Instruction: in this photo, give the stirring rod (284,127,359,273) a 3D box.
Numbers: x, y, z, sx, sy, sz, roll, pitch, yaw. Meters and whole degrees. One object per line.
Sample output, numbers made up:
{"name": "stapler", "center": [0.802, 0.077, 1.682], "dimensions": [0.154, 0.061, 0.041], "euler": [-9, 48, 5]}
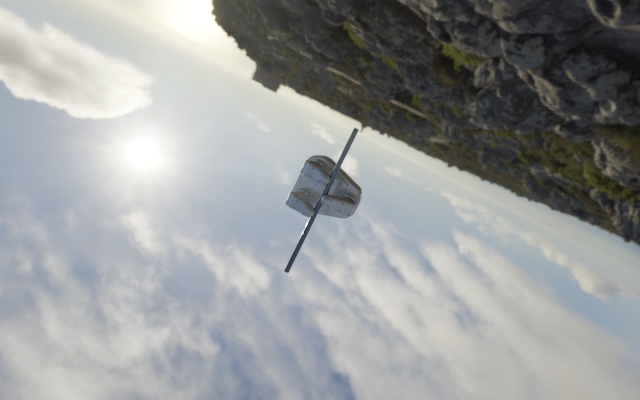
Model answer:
{"name": "stirring rod", "center": [0.000, 0.002, 0.710], "dimensions": [0.011, 0.239, 0.011], "euler": [25, 9, -4]}
